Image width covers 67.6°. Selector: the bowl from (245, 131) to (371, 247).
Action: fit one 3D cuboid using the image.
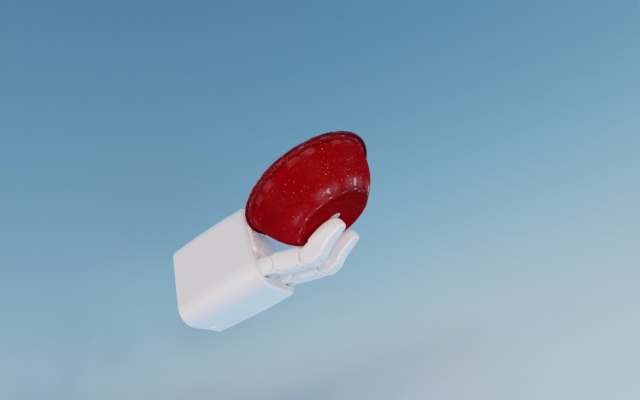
[{"bbox_3d":[0.001,0.001,0.529,0.162,0.055,0.162,-28,-29,-17],"label":"bowl"}]
